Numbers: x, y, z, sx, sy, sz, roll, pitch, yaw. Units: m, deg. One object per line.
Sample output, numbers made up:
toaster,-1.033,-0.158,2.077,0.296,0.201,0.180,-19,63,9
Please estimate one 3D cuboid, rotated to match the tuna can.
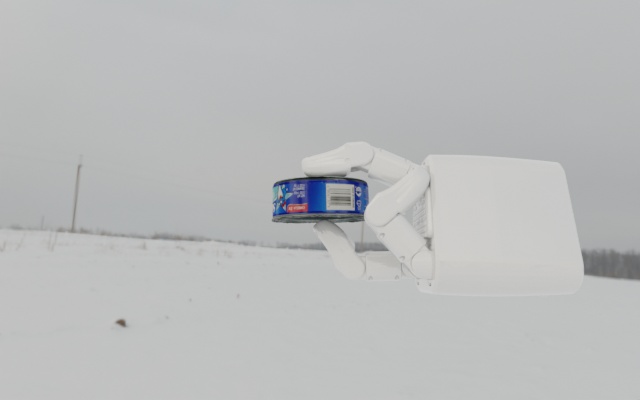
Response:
tuna can,0.000,0.001,0.420,0.086,0.033,0.086,-1,-6,0
